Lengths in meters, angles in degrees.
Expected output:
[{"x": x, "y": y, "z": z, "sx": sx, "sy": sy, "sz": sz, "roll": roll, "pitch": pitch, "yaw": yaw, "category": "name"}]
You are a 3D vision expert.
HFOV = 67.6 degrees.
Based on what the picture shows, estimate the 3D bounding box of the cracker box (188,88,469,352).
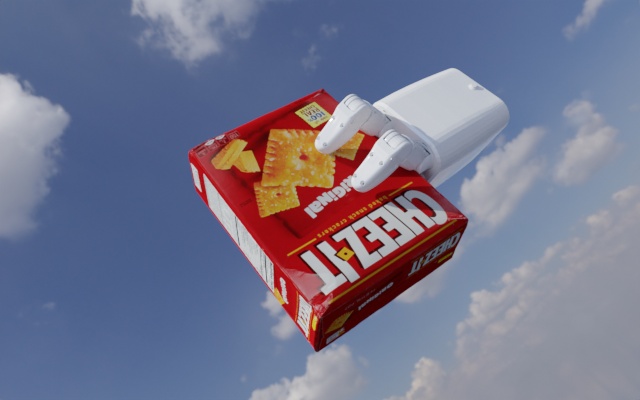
[{"x": 0.000, "y": 0.001, "z": 0.448, "sx": 0.164, "sy": 0.213, "sz": 0.072, "roll": -29, "pitch": -32, "yaw": -23, "category": "cracker box"}]
